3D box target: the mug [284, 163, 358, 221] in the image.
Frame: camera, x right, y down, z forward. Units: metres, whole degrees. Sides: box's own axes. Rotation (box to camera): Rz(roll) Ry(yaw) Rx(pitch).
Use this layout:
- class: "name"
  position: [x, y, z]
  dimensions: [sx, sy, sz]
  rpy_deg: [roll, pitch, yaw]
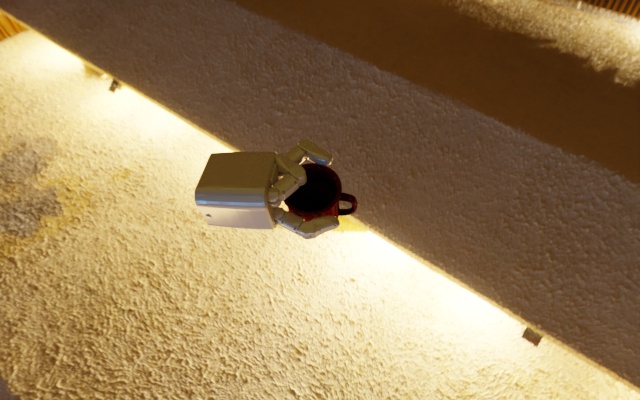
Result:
- class: "mug"
  position: [0.002, 0.003, 0.754]
  dimensions: [0.117, 0.093, 0.081]
  rpy_deg: [4, -30, 6]
